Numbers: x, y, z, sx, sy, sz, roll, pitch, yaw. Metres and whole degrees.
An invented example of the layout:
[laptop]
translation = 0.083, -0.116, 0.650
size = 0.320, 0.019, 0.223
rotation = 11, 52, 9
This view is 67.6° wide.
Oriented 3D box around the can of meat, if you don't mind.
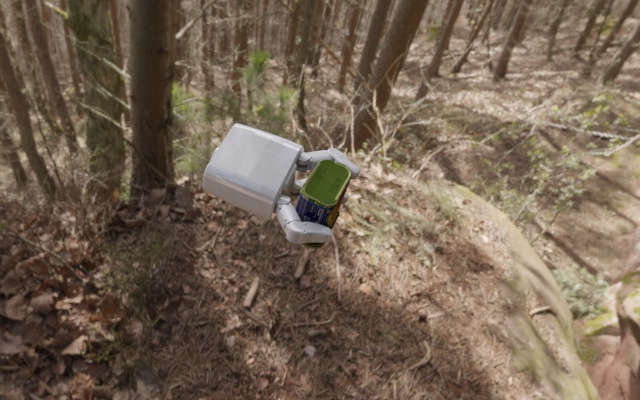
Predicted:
[can of meat]
translation = 0.000, 0.002, 0.669
size = 0.057, 0.084, 0.102
rotation = 24, 42, 6
